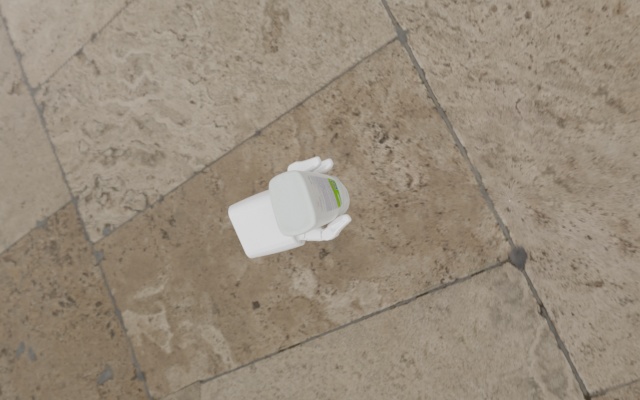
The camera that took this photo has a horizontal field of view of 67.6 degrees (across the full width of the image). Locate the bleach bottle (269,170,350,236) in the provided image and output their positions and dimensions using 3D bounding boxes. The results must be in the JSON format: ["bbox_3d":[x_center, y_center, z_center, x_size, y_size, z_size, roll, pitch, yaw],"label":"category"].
[{"bbox_3d":[0.000,0.003,0.835,0.068,0.102,0.251,-19,-7,20],"label":"bleach bottle"}]
